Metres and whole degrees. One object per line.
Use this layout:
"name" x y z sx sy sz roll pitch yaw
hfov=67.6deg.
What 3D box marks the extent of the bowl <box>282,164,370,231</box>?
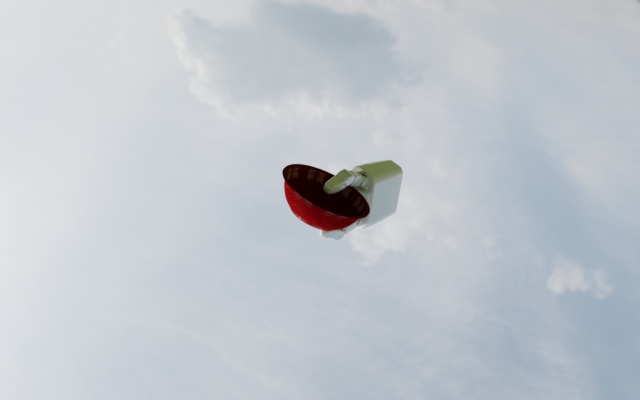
"bowl" -0.001 0.003 0.807 0.162 0.055 0.162 23 23 -11
